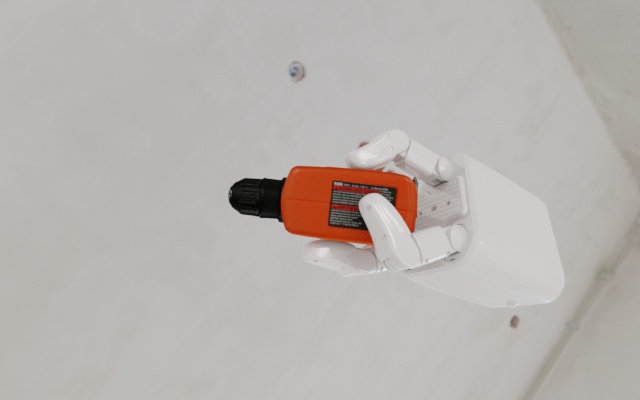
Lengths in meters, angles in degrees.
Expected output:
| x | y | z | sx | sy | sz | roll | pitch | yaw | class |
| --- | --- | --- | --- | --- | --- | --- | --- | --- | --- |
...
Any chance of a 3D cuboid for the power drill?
| x | y | z | sx | sy | sz | roll | pitch | yaw | class |
| --- | --- | --- | --- | --- | --- | --- | --- | --- | --- |
| 0.000 | 0.002 | 0.445 | 0.184 | 0.057 | 0.187 | 4 | 1 | -5 | power drill |
